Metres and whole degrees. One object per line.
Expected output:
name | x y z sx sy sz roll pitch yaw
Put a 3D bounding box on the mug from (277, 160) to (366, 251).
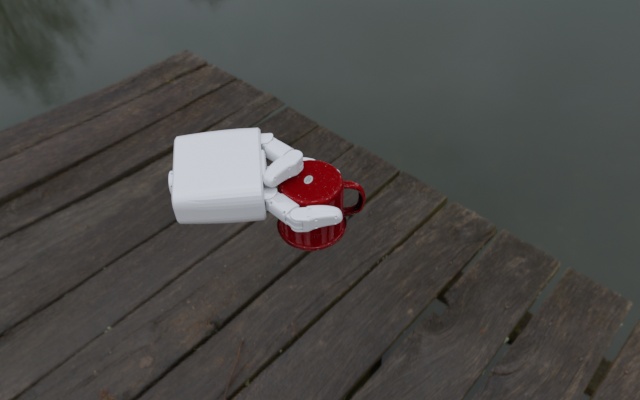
mug | 0.002 0.002 0.609 0.117 0.093 0.082 -5 -44 -4
